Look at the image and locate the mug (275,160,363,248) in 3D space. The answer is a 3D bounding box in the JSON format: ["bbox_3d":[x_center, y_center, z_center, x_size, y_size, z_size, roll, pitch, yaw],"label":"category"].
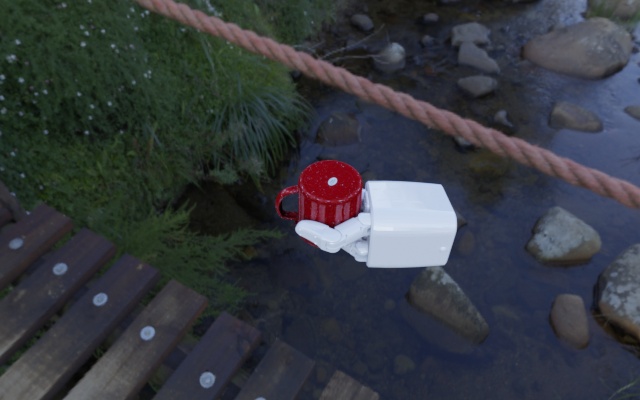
[{"bbox_3d":[-0.001,0.002,0.621,0.117,0.093,0.082,0,-45,-1],"label":"mug"}]
